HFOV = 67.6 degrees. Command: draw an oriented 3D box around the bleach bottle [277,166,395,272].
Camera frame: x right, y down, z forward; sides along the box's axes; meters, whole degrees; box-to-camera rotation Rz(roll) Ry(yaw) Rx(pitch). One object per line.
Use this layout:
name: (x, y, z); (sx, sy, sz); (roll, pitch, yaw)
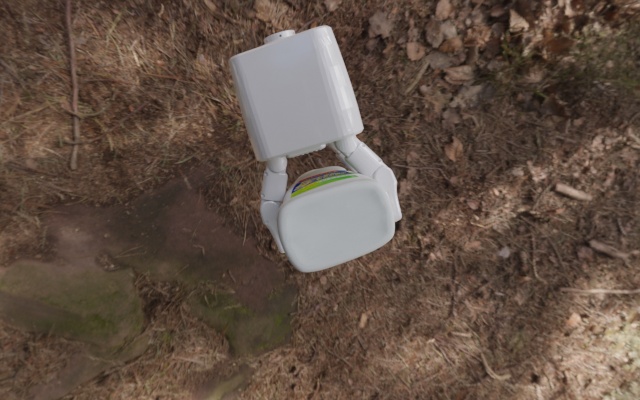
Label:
bleach bottle: (0.000, 0.002, 0.519); (0.102, 0.068, 0.251); (-18, 11, -4)
